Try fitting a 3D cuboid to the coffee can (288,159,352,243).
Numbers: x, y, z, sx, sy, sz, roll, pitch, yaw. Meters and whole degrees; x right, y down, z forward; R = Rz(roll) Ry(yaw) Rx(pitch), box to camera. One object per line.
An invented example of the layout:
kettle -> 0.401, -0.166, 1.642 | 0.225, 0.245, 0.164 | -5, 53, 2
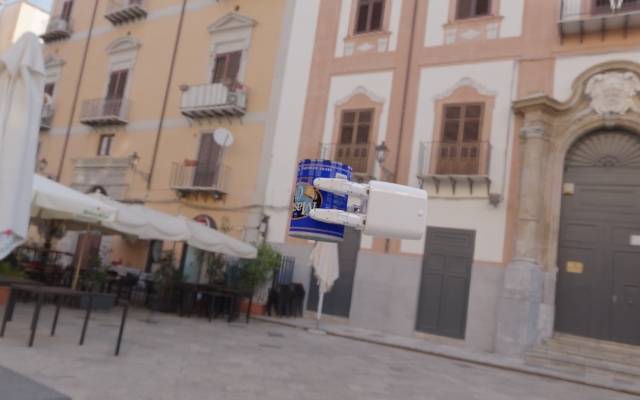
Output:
coffee can -> 0.000, 0.003, 0.889 | 0.103, 0.140, 0.103 | 7, -8, 1
